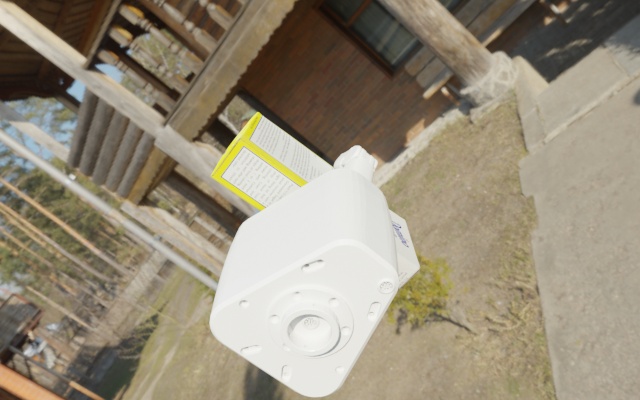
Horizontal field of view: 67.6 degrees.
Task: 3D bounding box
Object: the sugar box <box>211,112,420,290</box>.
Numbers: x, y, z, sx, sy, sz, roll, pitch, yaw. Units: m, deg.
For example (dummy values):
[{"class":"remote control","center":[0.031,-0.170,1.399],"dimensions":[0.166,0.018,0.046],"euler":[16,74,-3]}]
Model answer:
[{"class":"sugar box","center":[0.000,0.002,0.406],"dimensions":[0.176,0.048,0.093],"euler":[38,19,-14]}]
